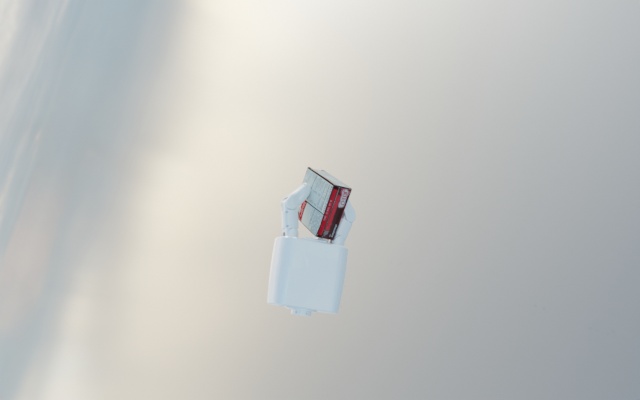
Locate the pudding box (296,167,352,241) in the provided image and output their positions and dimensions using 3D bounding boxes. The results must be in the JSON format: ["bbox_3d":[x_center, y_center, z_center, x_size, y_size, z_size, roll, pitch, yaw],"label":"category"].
[{"bbox_3d":[0.000,0.003,0.786,0.039,0.090,0.113,14,13,-30],"label":"pudding box"}]
